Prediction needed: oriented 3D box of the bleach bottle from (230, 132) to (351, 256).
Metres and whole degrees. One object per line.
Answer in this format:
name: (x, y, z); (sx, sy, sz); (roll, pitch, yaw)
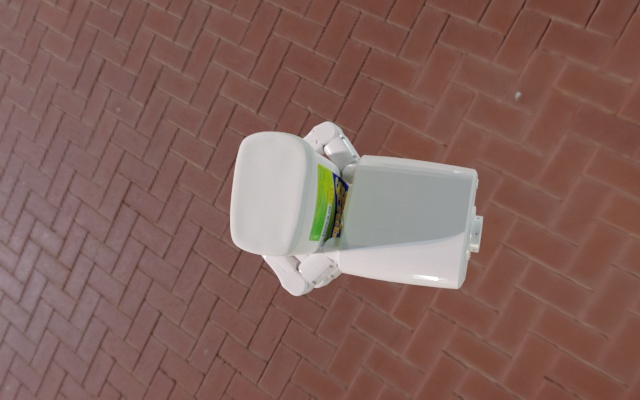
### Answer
bleach bottle: (0.000, 0.002, 0.491); (0.068, 0.102, 0.251); (8, 0, 20)
